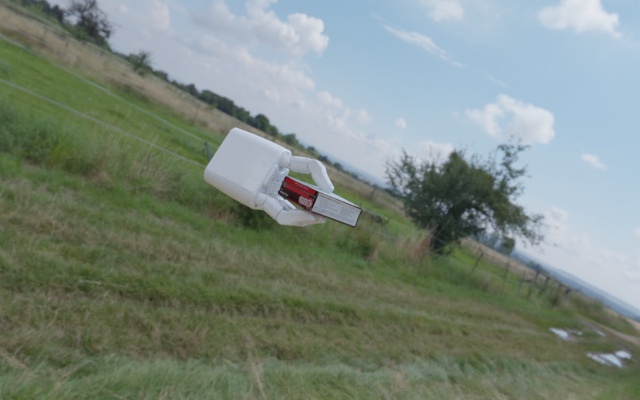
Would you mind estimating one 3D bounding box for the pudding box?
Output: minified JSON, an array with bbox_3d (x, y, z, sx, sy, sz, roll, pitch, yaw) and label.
[{"bbox_3d":[0.000,0.002,0.776,0.113,0.039,0.090,19,7,-43],"label":"pudding box"}]
